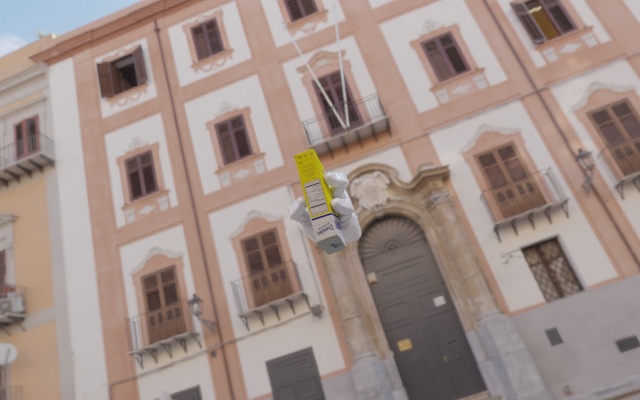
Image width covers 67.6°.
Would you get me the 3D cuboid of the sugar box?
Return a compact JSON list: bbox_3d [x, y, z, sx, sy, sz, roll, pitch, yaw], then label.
[{"bbox_3d":[0.001,0.003,0.877,0.048,0.176,0.093,-21,-22,6],"label":"sugar box"}]
